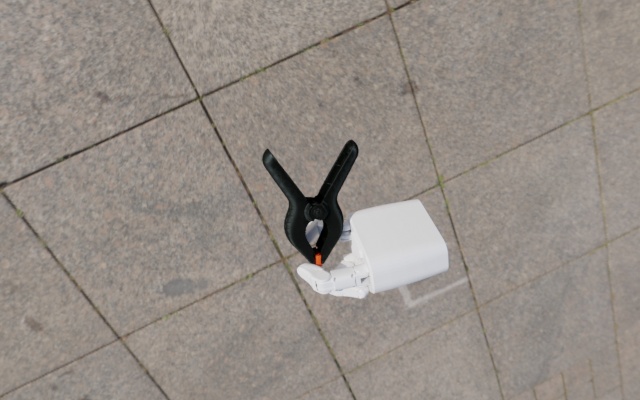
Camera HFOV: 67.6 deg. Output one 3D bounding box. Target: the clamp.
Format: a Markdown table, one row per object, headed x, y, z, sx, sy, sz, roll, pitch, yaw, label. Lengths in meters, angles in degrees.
| x | y | z | sx | sy | sz | roll | pitch | yaw | label |
| --- | --- | --- | --- | --- | --- | --- | --- | --- | --- |
| 0.000 | 0.002 | 0.611 | 0.120 | 0.171 | 0.039 | -13 | 27 | -6 | clamp |
